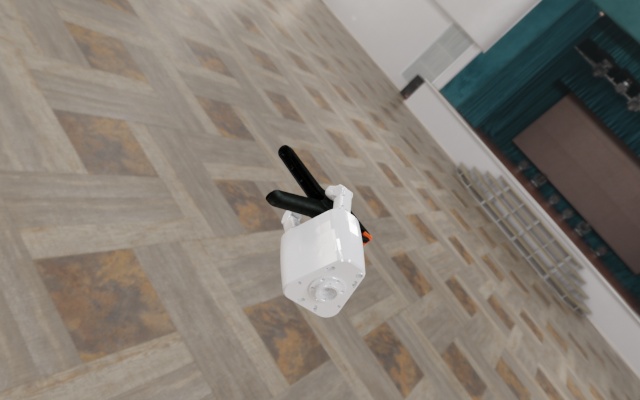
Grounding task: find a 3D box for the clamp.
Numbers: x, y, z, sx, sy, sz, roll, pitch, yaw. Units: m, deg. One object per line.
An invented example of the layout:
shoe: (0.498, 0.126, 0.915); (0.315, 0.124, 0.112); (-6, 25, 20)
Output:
clamp: (0.001, 0.002, 0.773); (0.210, 0.164, 0.036); (36, -62, -26)
